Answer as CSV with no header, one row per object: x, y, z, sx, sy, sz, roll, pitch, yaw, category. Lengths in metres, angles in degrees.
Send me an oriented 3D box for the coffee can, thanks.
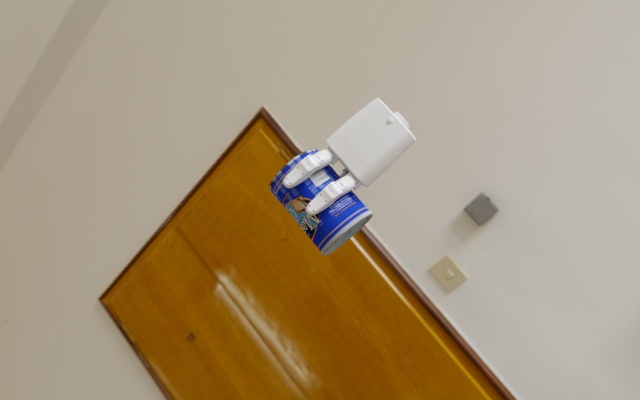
0.000,0.003,0.765,0.103,0.140,0.103,-38,-12,-10,coffee can
